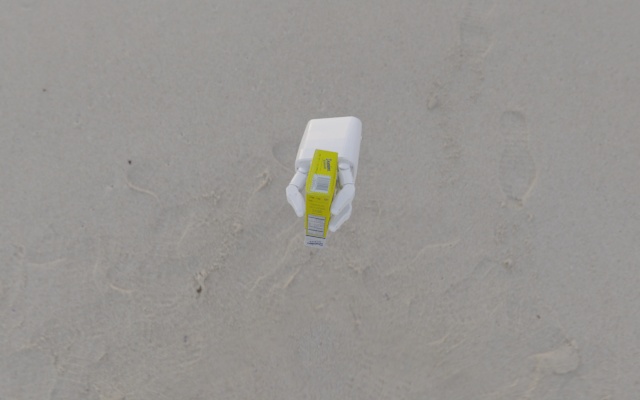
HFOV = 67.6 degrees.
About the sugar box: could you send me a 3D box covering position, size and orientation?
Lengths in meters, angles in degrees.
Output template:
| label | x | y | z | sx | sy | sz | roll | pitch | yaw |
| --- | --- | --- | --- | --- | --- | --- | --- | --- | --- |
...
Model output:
| label | x | y | z | sx | sy | sz | roll | pitch | yaw |
| --- | --- | --- | --- | --- | --- | --- | --- | --- | --- |
| sugar box | 0.001 | 0.003 | 0.836 | 0.048 | 0.093 | 0.176 | 8 | -33 | 6 |
